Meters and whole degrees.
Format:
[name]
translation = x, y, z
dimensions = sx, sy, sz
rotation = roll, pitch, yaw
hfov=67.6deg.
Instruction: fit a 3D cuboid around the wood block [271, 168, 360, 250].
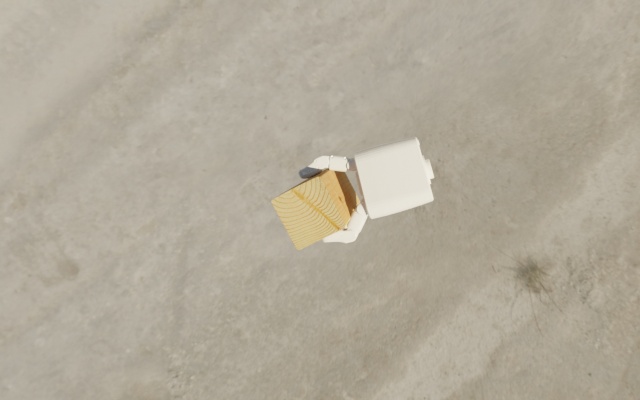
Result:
[wood block]
translation = 0.000, 0.002, 0.824
dimensions = 0.090, 0.091, 0.206
rotation = -27, 4, 14
